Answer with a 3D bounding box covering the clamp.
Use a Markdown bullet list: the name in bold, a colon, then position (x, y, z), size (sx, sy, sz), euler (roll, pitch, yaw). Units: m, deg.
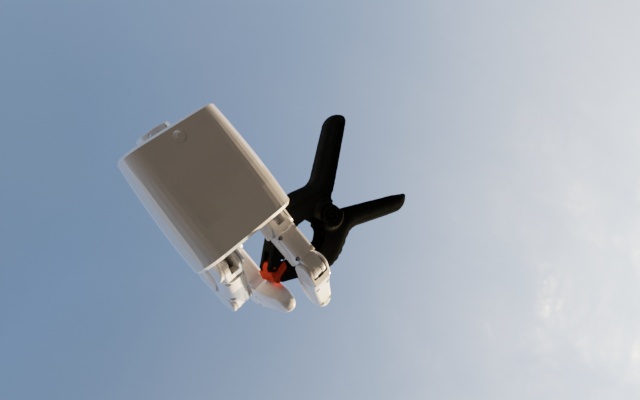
- **clamp**: position (0.000, 0.002, 0.454), size (0.171, 0.120, 0.039), euler (-40, 10, -28)
